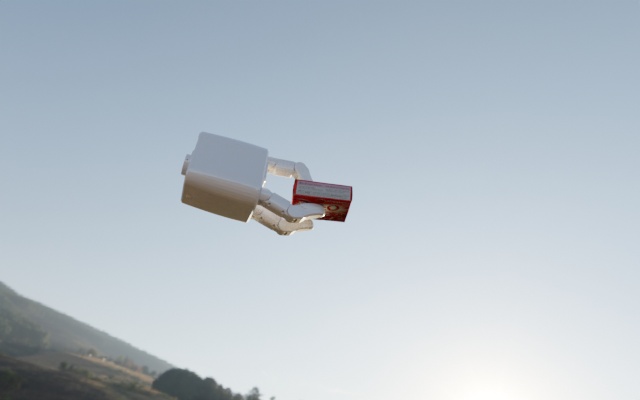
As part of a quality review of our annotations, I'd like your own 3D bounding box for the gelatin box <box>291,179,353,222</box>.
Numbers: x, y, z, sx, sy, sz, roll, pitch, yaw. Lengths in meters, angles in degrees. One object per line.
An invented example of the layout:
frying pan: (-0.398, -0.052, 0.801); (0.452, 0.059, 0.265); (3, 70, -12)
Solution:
gelatin box: (0.000, 0.002, 0.729); (0.089, 0.030, 0.073); (6, -29, -3)
